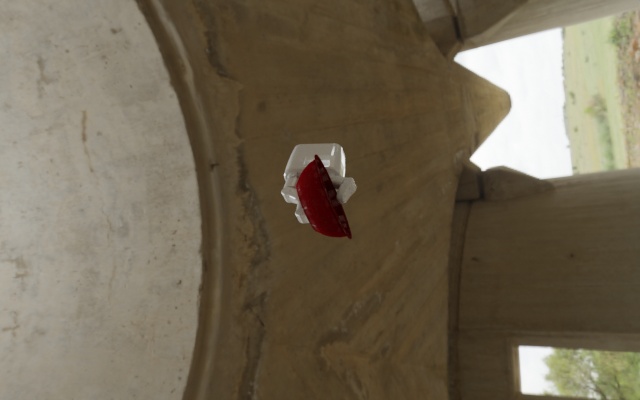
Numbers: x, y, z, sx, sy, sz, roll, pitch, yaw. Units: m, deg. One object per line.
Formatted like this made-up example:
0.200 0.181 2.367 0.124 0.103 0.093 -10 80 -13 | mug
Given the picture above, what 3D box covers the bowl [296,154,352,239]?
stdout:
0.000 0.003 0.841 0.055 0.162 0.162 -23 -3 6 | bowl
